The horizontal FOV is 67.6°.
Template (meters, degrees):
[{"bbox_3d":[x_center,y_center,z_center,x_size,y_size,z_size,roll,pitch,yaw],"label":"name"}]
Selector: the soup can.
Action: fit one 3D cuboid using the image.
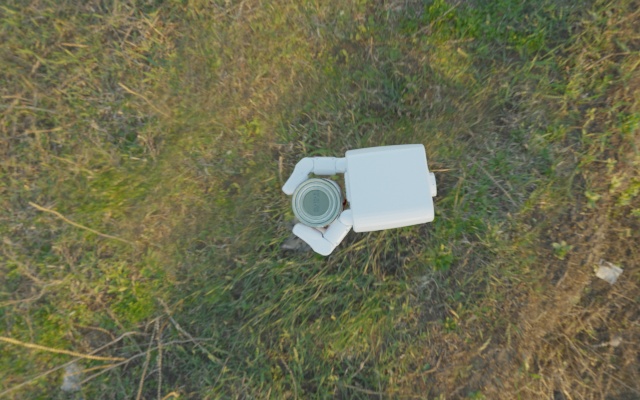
[{"bbox_3d":[0.000,0.002,0.672,0.068,0.068,0.102,0,2,7],"label":"soup can"}]
